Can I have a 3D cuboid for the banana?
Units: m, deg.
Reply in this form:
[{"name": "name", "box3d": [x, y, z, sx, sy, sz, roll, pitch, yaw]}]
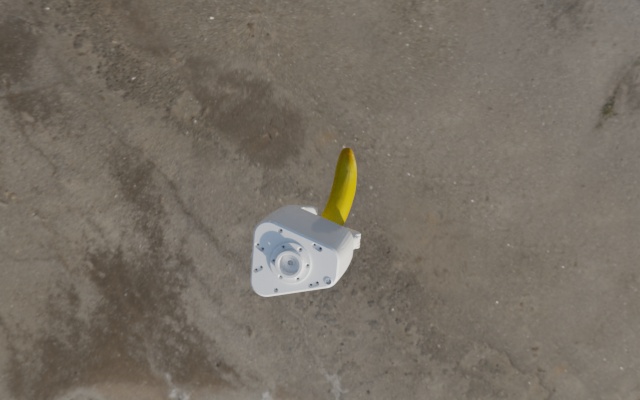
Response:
[{"name": "banana", "box3d": [0.012, 0.015, 0.740, 0.069, 0.198, 0.037, 36, 10, 27]}]
